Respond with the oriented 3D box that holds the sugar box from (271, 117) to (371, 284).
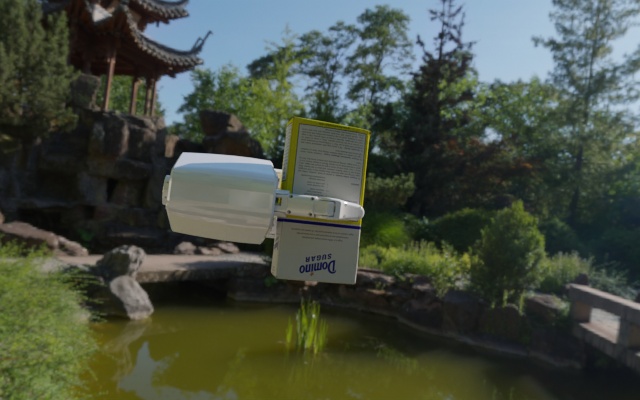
[{"bbox_3d":[0.000,0.002,0.540,0.093,0.176,0.048,7,-1,-14],"label":"sugar box"}]
